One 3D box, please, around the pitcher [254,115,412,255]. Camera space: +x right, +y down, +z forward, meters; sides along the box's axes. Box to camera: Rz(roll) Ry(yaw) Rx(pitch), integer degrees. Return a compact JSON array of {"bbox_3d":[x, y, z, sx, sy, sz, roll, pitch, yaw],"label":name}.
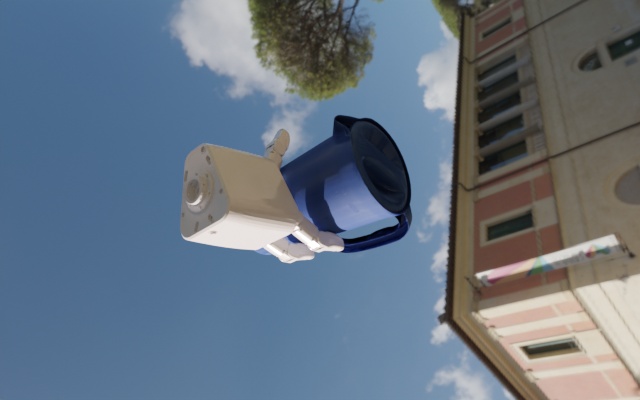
[{"bbox_3d":[0.000,0.002,0.672,0.243,0.149,0.145,-25,-24,35],"label":"pitcher"}]
